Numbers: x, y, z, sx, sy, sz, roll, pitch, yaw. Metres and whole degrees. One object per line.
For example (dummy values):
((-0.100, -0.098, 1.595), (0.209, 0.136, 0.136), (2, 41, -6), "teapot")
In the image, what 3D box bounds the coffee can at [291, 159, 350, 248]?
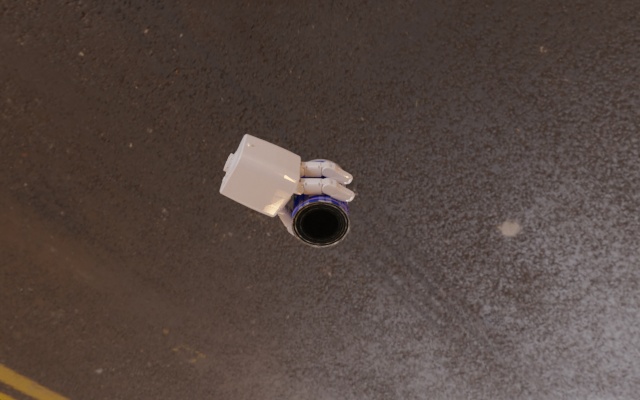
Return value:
((0.000, 0.003, 0.879), (0.103, 0.103, 0.140), (0, 35, -1), "coffee can")
